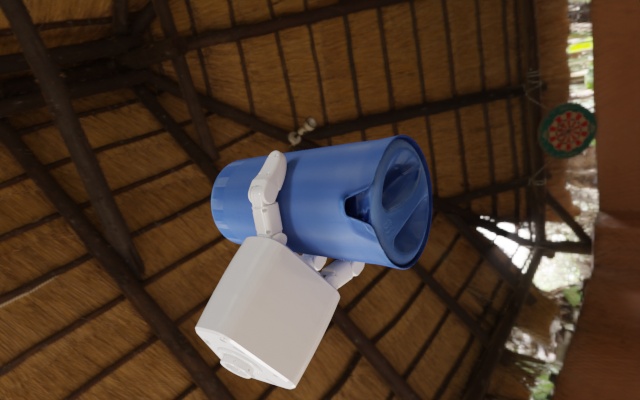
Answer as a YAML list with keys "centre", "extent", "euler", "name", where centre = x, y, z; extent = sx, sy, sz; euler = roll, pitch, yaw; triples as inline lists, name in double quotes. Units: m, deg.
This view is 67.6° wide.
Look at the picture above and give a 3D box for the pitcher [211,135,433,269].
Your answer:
- centre: [0.000, 0.002, 0.550]
  extent: [0.243, 0.145, 0.149]
  euler: [0, -40, 36]
  name: "pitcher"
